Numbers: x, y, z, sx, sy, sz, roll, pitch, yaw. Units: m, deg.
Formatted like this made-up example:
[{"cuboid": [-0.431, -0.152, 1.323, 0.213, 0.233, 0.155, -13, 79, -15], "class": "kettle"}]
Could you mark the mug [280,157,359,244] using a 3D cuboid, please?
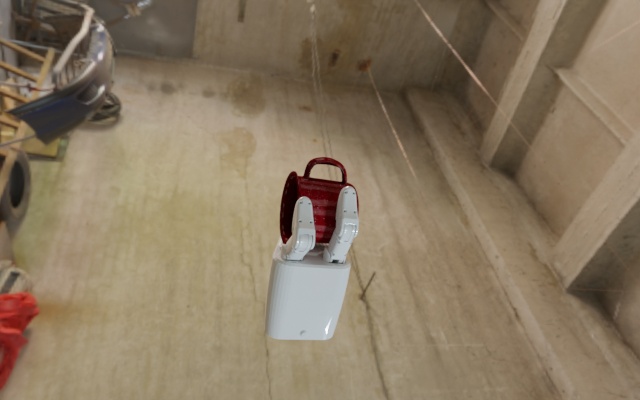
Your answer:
[{"cuboid": [0.001, 0.001, 0.607, 0.081, 0.117, 0.093, 6, 16, -17], "class": "mug"}]
